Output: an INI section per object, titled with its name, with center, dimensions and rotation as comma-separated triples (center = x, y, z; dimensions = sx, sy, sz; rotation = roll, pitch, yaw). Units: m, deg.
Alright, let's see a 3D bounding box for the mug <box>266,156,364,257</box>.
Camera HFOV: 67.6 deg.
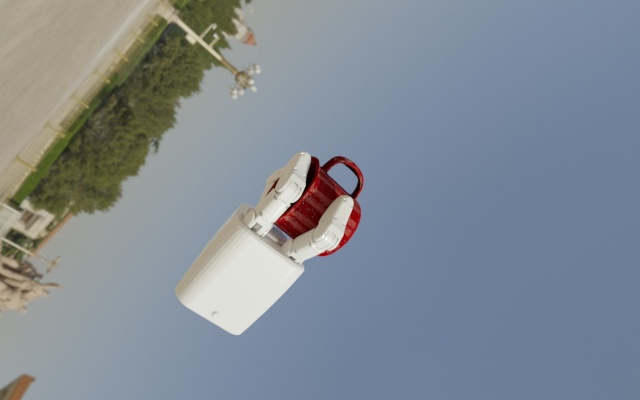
[mug]
center = 0.001, 0.001, 0.544
dimensions = 0.081, 0.117, 0.093
rotation = 41, 6, -26
